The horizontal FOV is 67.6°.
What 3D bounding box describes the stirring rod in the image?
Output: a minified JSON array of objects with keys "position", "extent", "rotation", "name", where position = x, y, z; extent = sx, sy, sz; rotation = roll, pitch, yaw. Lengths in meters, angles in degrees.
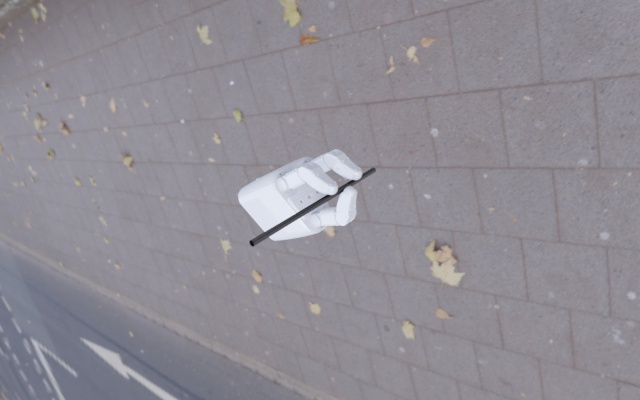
[{"position":[0.000,0.002,0.617],"extent":[0.011,0.011,0.239],"rotation":[0,23,44],"name":"stirring rod"}]
